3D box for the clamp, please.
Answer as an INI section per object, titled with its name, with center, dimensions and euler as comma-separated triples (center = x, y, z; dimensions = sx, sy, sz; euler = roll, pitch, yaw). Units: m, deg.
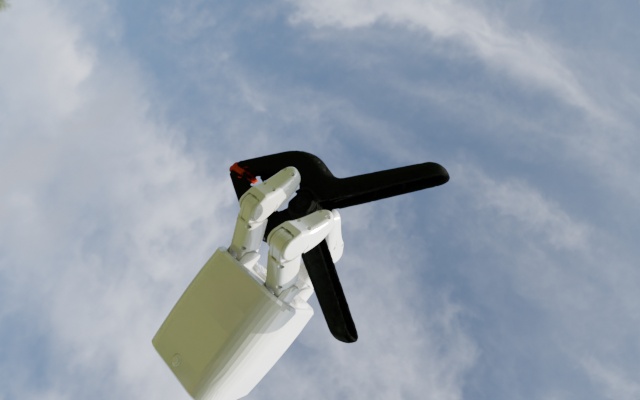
[clamp]
center = 0.000, 0.002, 0.436
dimensions = 0.210, 0.164, 0.036
euler = 35, -5, 34
